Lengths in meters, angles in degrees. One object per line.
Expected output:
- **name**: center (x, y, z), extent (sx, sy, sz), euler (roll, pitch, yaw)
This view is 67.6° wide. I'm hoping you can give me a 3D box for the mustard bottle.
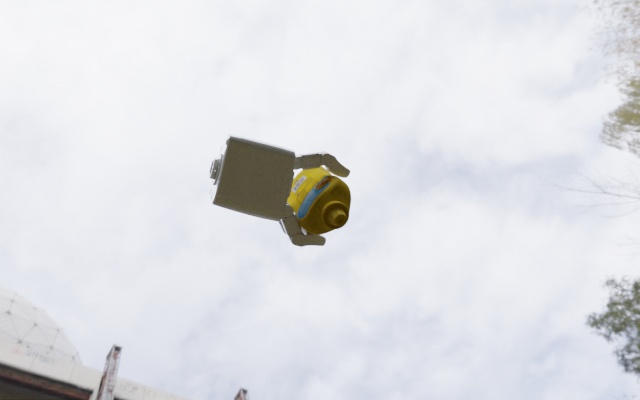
- **mustard bottle**: center (0.000, 0.003, 0.752), extent (0.058, 0.096, 0.191), euler (39, 1, -23)
